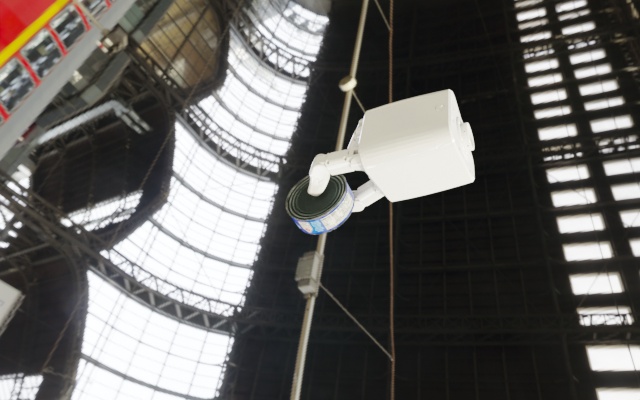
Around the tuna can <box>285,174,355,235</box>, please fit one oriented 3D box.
[{"bbox_3d":[0.000,0.002,0.620,0.086,0.086,0.034,0,-41,33],"label":"tuna can"}]
